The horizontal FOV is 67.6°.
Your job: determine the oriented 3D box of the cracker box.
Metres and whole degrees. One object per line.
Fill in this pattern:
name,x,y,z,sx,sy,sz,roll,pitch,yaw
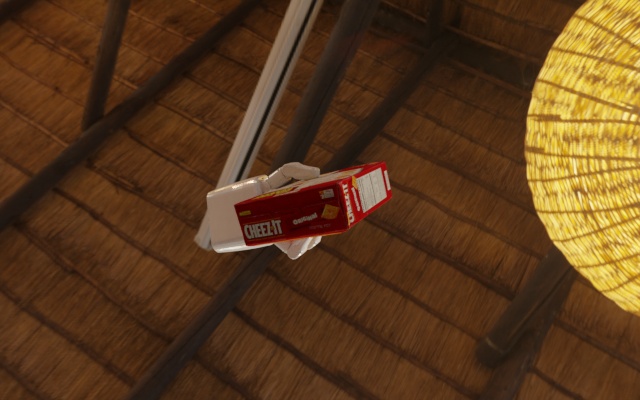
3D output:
cracker box,0.000,0.002,0.723,0.164,0.072,0.213,-12,7,26
